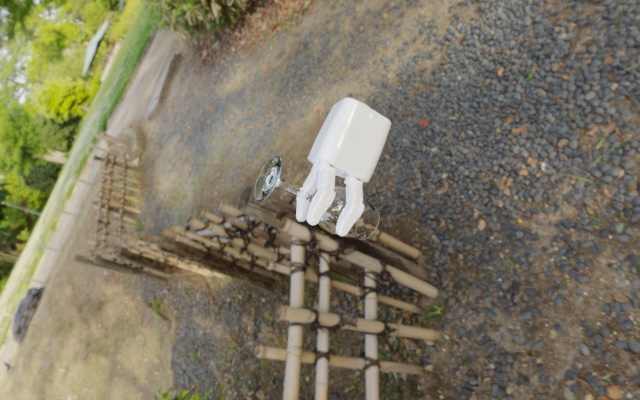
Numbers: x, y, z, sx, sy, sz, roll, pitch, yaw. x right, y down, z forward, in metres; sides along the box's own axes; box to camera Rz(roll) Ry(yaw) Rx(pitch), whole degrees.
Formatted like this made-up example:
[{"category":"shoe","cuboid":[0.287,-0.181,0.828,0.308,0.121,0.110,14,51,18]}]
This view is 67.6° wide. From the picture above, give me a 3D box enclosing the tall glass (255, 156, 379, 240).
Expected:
[{"category":"tall glass","cuboid":[-0.001,0.002,0.763,0.201,0.079,0.079,25,-13,-29]}]
